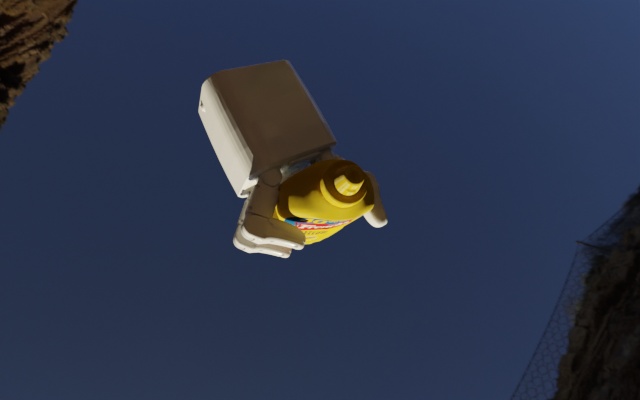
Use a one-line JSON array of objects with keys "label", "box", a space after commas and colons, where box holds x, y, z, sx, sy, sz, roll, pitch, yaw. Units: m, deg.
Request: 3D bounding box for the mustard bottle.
[{"label": "mustard bottle", "box": [0.000, 0.002, 0.479, 0.096, 0.058, 0.192, 0, -14, -18]}]
